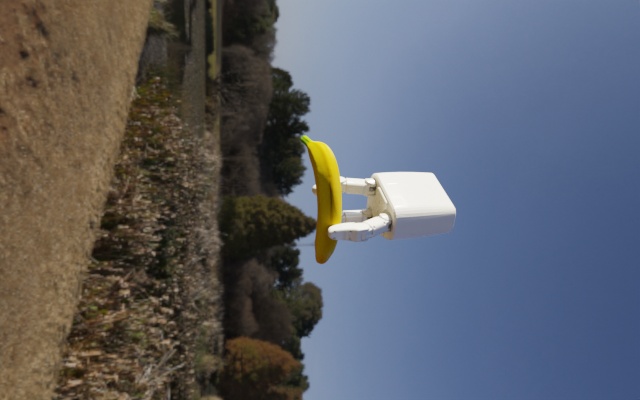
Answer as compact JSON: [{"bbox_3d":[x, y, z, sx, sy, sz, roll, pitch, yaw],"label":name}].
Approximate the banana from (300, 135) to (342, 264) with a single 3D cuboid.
[{"bbox_3d":[0.007,-0.001,0.705,0.037,0.198,0.069,-6,3,-21],"label":"banana"}]
